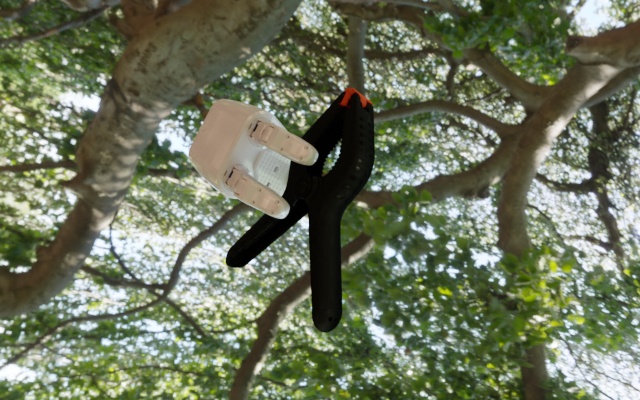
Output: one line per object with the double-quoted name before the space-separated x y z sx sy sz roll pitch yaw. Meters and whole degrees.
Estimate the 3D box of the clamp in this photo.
"clamp" 0.001 0.001 0.431 0.036 0.210 0.164 26 3 -42
